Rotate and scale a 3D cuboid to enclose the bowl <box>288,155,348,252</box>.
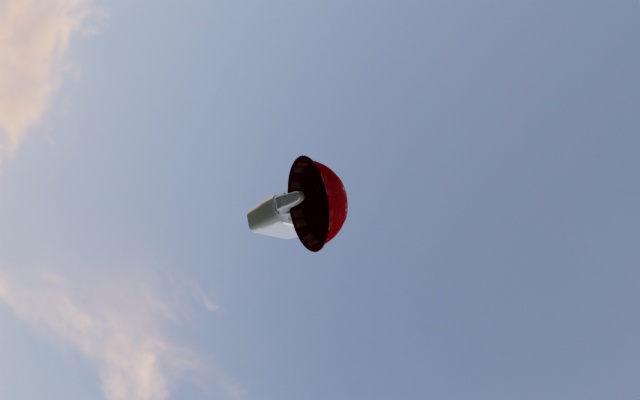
[{"bbox_3d":[0.001,0.003,0.801,0.055,0.162,0.162,-8,3,-25],"label":"bowl"}]
